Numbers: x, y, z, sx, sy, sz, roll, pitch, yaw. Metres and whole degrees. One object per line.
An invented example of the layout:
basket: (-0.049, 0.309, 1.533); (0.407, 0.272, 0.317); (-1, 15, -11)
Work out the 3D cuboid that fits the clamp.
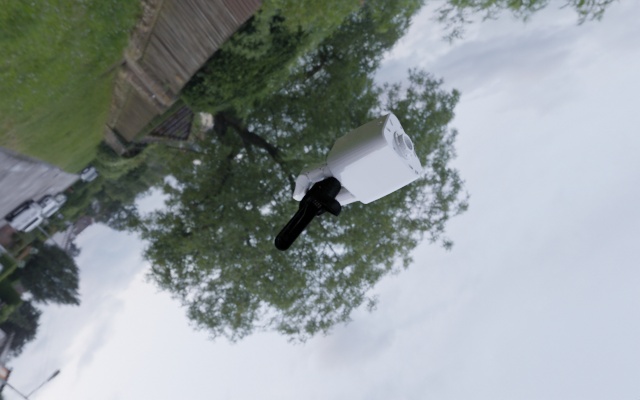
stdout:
clamp: (0.000, 0.003, 0.733); (0.120, 0.039, 0.171); (-25, 22, 32)
